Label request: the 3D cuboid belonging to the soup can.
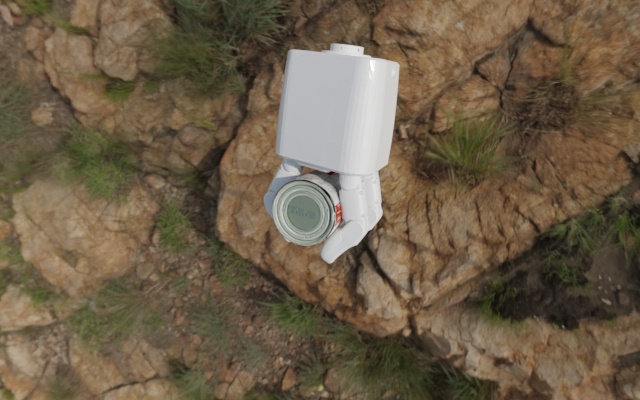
[{"bbox_3d":[0.000,0.002,0.503,0.068,0.068,0.102,0,13,21],"label":"soup can"}]
